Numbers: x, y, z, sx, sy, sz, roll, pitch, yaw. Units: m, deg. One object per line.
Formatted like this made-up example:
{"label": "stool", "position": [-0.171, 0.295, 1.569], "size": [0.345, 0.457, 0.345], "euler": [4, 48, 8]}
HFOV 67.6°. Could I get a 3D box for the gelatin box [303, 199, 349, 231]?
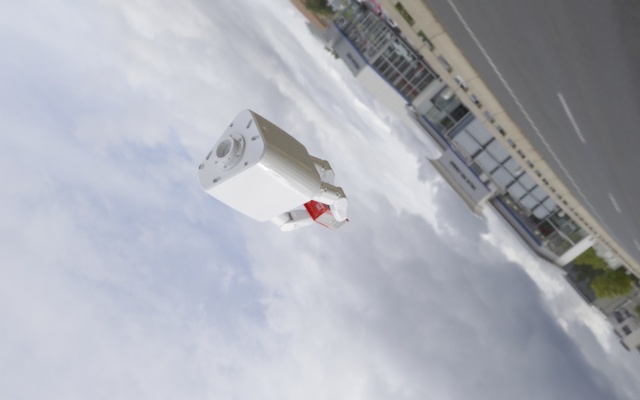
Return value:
{"label": "gelatin box", "position": [0.000, 0.003, 0.715], "size": [0.030, 0.073, 0.089], "euler": [-38, -26, 11]}
